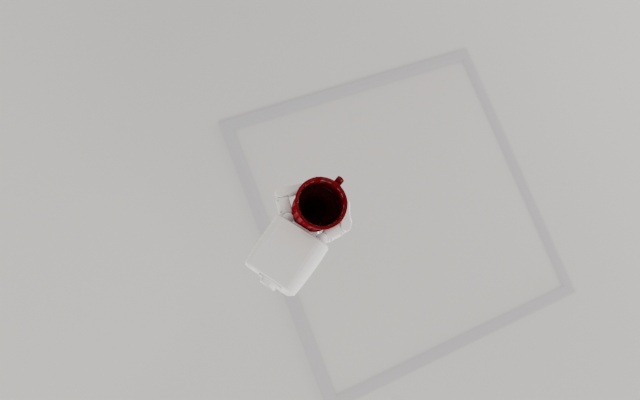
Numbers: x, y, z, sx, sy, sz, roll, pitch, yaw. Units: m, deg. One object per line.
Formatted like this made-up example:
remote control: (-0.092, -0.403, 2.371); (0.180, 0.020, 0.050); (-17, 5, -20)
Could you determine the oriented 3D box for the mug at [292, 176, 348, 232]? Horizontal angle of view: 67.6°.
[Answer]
mug: (0.001, 0.002, 0.859); (0.093, 0.117, 0.081); (38, -17, -3)
